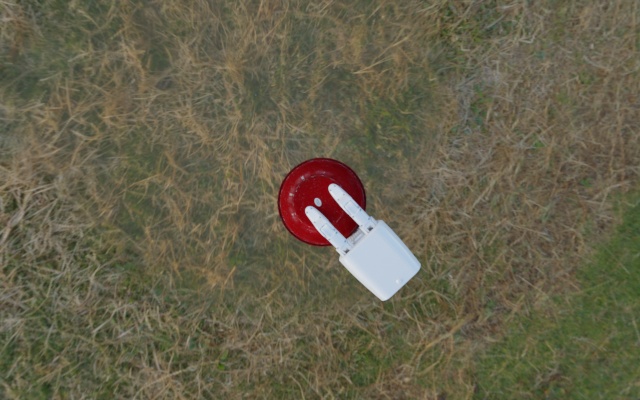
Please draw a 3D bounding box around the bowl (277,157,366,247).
[{"bbox_3d":[-0.001,0.002,0.837,0.162,0.162,0.055,0,0,5],"label":"bowl"}]
